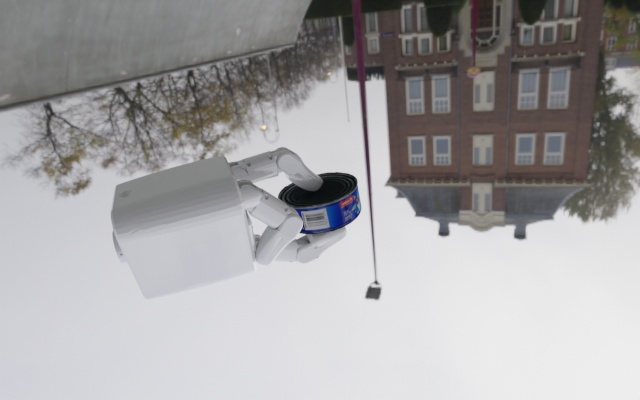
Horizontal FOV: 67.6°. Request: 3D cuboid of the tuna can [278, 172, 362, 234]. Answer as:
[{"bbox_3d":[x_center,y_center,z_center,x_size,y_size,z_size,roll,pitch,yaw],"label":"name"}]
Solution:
[{"bbox_3d":[0.000,0.002,0.508,0.086,0.034,0.086,-11,23,5],"label":"tuna can"}]
